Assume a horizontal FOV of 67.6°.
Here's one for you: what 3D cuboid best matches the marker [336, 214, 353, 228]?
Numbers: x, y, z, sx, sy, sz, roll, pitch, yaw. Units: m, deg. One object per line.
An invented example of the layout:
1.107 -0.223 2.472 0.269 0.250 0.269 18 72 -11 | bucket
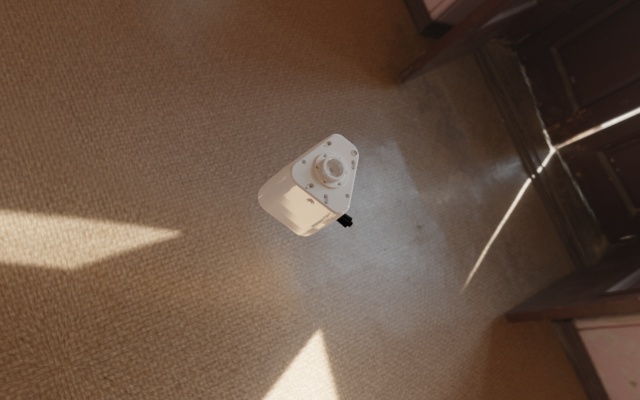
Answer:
0.000 0.002 0.718 0.121 0.020 0.020 37 -10 -13 | marker
